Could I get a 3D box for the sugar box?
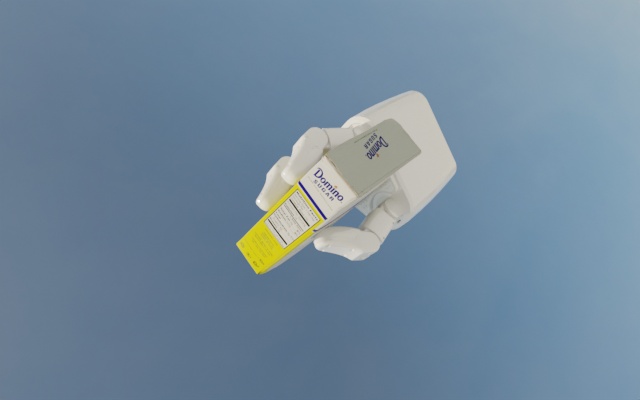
[{"bbox_3d":[0.000,0.001,0.425,0.093,0.048,0.176,-34,-7,-41],"label":"sugar box"}]
